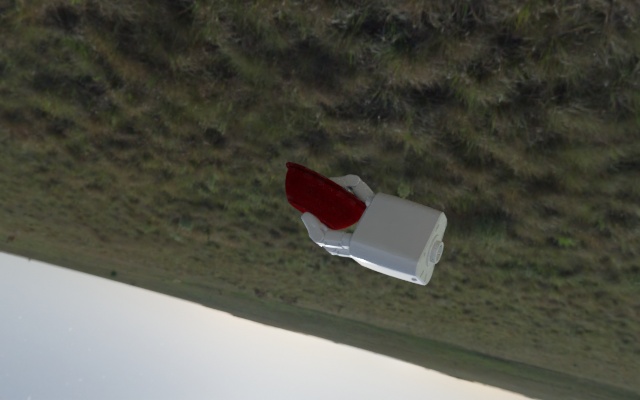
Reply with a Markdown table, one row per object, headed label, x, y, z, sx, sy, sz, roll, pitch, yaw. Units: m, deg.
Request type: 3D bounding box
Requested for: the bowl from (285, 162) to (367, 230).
| label | x | y | z | sx | sy | sz | roll | pitch | yaw |
| --- | --- | --- | --- | --- | --- | --- | --- | --- | --- |
| bowl | -0.001 | 0.003 | 0.778 | 0.162 | 0.055 | 0.162 | 30 | -7 | 4 |
